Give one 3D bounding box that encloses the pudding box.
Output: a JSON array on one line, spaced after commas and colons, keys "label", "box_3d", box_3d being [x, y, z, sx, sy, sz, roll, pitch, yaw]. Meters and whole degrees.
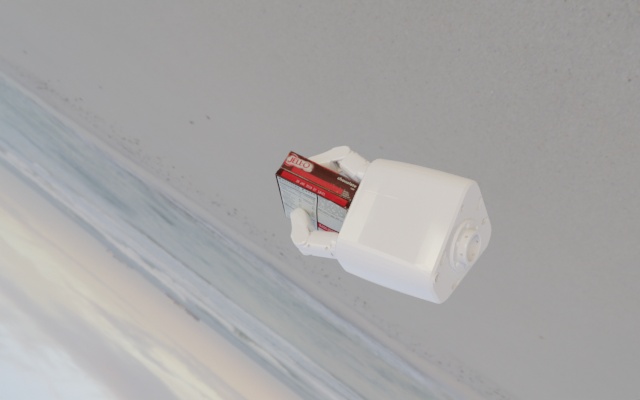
[{"label": "pudding box", "box_3d": [0.000, 0.002, 0.541, 0.090, 0.039, 0.114, 27, -24, 14]}]
